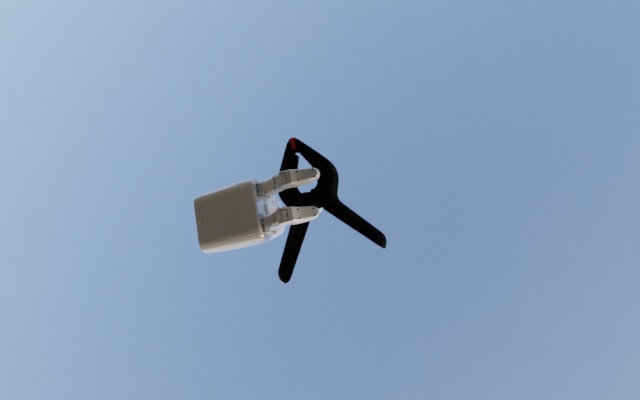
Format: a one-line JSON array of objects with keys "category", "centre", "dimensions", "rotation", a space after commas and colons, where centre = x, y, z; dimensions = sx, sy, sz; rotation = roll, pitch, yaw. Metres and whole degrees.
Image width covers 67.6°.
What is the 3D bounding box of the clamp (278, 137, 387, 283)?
[{"category": "clamp", "centre": [0.000, 0.002, 0.700], "dimensions": [0.164, 0.210, 0.036], "rotation": [-14, -14, 13]}]
